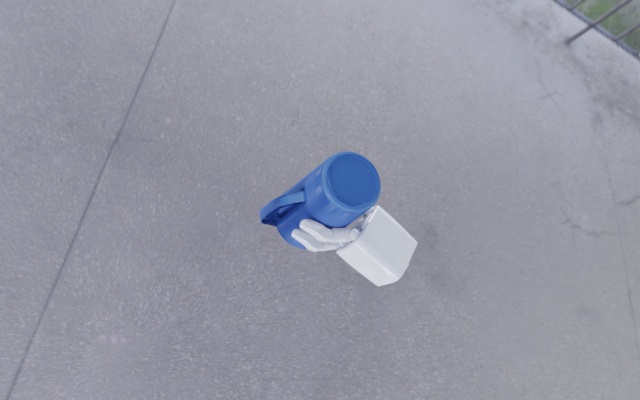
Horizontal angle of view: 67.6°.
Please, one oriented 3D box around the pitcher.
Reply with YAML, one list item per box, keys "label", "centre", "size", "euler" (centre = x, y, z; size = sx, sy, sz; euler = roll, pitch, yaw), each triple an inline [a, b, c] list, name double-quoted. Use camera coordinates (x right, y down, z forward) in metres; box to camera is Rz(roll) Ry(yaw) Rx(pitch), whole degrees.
- label: "pitcher"
  centre: [0.000, 0.003, 0.872]
  size: [0.145, 0.149, 0.243]
  euler: [41, -27, -5]
